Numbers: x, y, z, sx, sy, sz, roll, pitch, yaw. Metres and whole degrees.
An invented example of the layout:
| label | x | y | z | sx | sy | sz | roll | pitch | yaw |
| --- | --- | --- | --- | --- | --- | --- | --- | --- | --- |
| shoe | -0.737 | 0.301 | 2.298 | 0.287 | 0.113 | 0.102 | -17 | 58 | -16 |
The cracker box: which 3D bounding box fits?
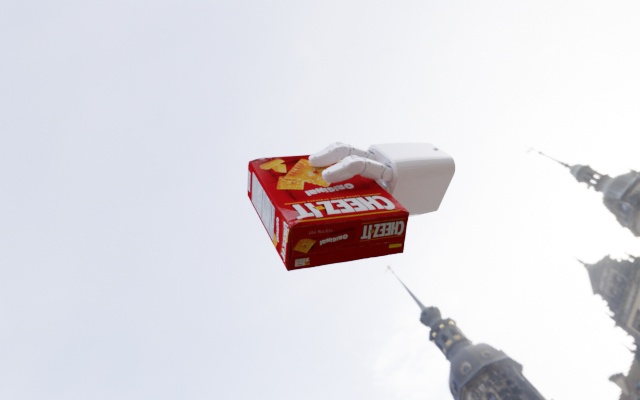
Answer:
| label | x | y | z | sx | sy | sz | roll | pitch | yaw |
| --- | --- | --- | --- | --- | --- | --- | --- | --- | --- |
| cracker box | 0.000 | 0.002 | 0.673 | 0.164 | 0.072 | 0.213 | -7 | 28 | -20 |
